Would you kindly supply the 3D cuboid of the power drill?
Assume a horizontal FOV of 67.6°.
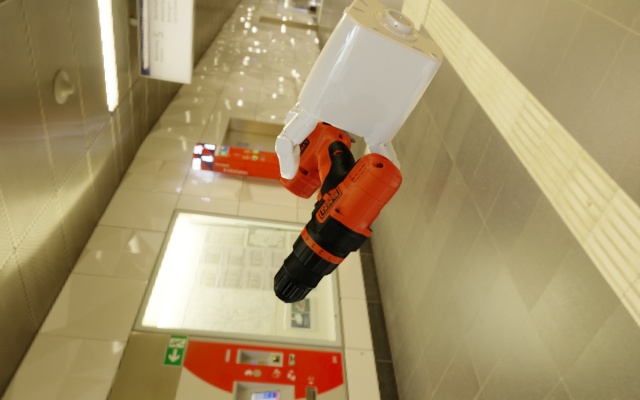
[{"bbox_3d":[0.000,0.001,0.538,0.057,0.184,0.187,31,18,-27],"label":"power drill"}]
